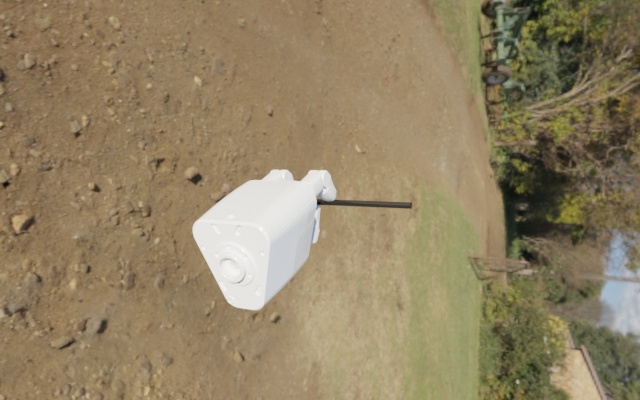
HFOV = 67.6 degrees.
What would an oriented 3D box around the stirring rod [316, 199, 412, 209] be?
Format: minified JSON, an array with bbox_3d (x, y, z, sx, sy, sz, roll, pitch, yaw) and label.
[{"bbox_3d":[0.000,0.002,0.626,0.239,0.011,0.011,2,1,24],"label":"stirring rod"}]
